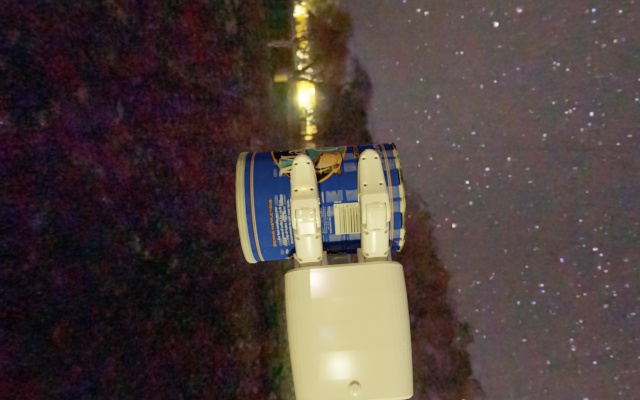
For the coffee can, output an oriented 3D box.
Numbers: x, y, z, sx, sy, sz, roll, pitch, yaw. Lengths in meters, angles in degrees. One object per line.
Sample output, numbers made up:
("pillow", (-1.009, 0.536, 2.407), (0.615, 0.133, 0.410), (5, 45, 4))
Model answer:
("coffee can", (0.000, 0.001, 0.444), (0.140, 0.103, 0.103), (-4, 0, 0))
